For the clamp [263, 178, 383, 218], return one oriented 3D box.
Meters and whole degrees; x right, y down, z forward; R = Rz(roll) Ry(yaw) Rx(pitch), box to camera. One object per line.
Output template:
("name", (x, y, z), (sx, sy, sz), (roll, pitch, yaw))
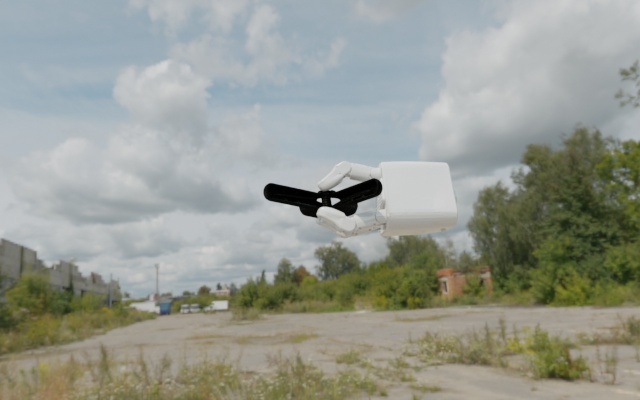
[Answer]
("clamp", (0.000, 0.002, 0.742), (0.164, 0.036, 0.210), (0, -12, -2))
